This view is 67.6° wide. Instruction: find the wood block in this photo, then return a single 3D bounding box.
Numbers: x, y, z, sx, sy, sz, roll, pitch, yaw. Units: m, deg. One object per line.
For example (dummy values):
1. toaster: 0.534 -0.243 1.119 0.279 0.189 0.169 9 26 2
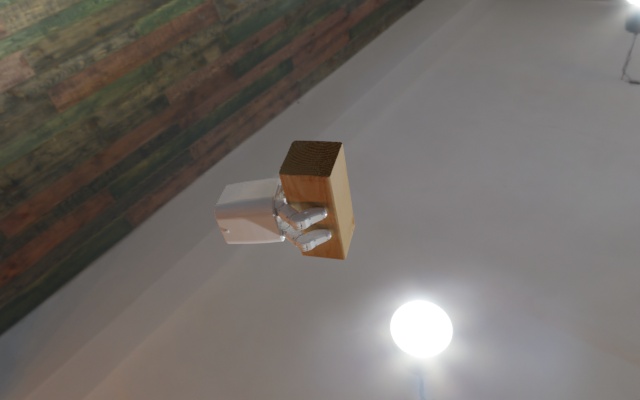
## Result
1. wood block: 0.000 0.003 0.849 0.090 0.090 0.206 4 -44 16
